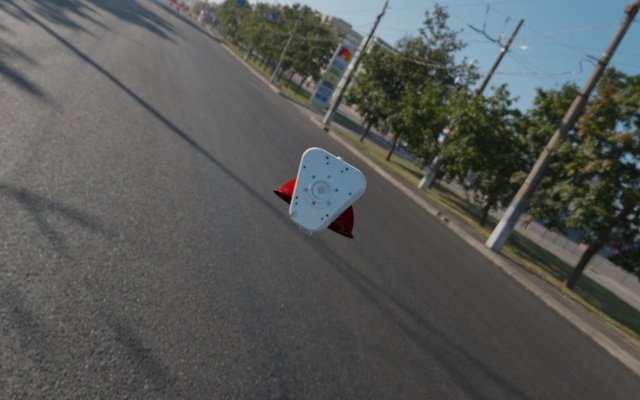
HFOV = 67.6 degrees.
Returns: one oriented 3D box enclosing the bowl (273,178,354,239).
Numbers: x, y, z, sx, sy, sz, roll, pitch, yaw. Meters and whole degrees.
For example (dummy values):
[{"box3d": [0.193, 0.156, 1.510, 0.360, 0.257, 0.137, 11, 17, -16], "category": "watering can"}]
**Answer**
[{"box3d": [0.000, 0.002, 0.832, 0.162, 0.055, 0.162, 30, -8, 5], "category": "bowl"}]
